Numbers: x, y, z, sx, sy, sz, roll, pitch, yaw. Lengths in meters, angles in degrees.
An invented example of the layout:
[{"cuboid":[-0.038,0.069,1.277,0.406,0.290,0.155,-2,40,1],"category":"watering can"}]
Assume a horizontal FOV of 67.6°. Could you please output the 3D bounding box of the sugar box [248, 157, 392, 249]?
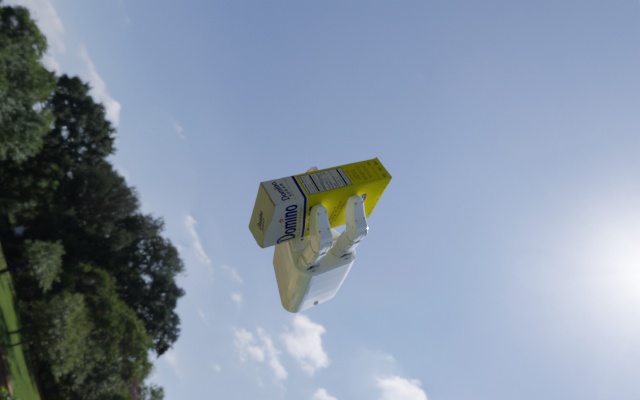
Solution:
[{"cuboid":[0.000,0.003,0.621,0.176,0.048,0.093,-17,-32,-31],"category":"sugar box"}]
